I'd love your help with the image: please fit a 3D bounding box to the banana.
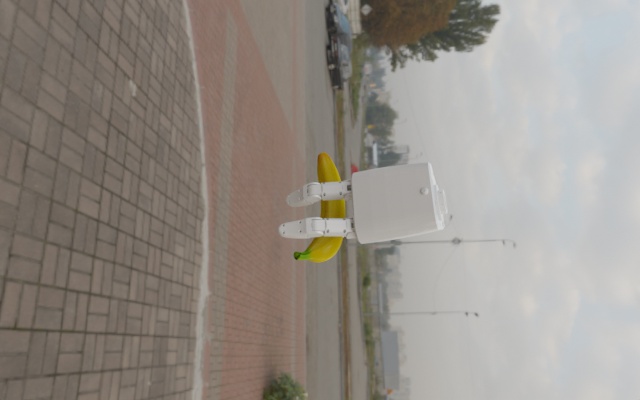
[{"bbox_3d":[0.009,0.016,0.693,0.037,0.197,0.070,-17,-47,29],"label":"banana"}]
